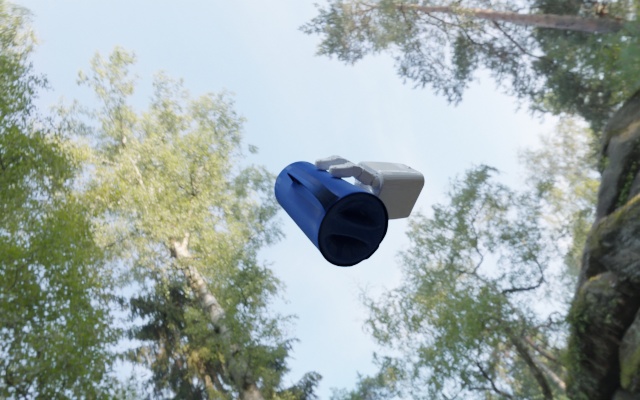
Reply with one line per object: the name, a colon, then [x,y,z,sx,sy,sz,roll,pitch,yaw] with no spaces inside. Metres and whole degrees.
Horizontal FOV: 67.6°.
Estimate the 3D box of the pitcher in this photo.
pitcher: [0.000,0.003,0.864,0.145,0.149,0.242,-4,22,-27]
